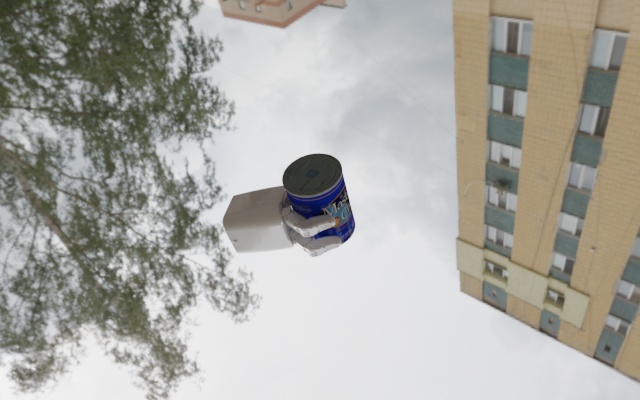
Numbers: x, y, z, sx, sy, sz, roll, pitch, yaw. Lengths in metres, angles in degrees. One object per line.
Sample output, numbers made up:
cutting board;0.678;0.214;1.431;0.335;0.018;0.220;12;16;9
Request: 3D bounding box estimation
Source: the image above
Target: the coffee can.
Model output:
coffee can;0.000;0.003;0.838;0.103;0.102;0.140;0;-44;17
